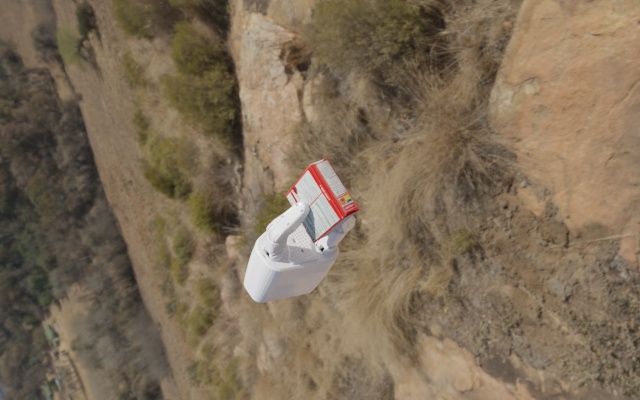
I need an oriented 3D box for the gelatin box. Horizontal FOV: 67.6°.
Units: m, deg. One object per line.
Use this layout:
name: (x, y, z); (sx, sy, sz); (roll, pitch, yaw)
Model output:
gelatin box: (0.000, 0.002, 0.579); (0.030, 0.073, 0.089); (-26, -11, -32)
